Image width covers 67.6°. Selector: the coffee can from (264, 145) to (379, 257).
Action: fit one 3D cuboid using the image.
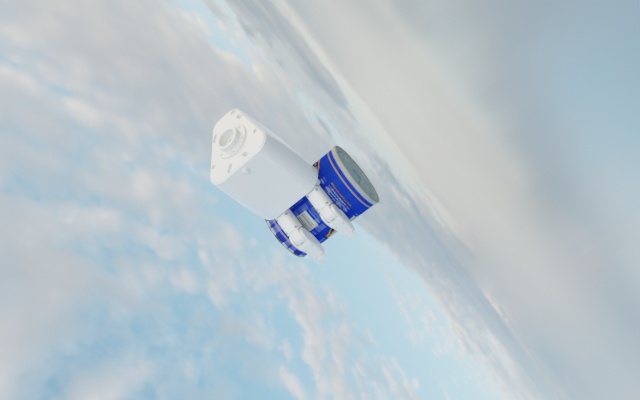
[{"bbox_3d":[0.000,0.002,0.701,0.140,0.103,0.103,-38,-11,15],"label":"coffee can"}]
